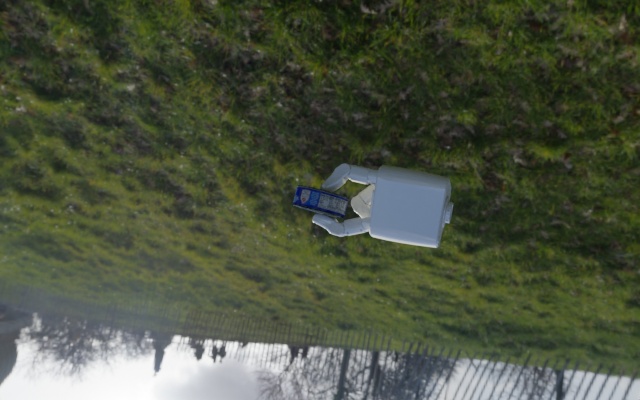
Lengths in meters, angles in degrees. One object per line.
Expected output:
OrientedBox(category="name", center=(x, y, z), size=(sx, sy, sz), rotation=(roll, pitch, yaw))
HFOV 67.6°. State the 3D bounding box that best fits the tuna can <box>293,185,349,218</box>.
OrientedBox(category="tuna can", center=(0.000, 0.003, 0.761), size=(0.086, 0.034, 0.086), rotation=(15, -3, 1))
